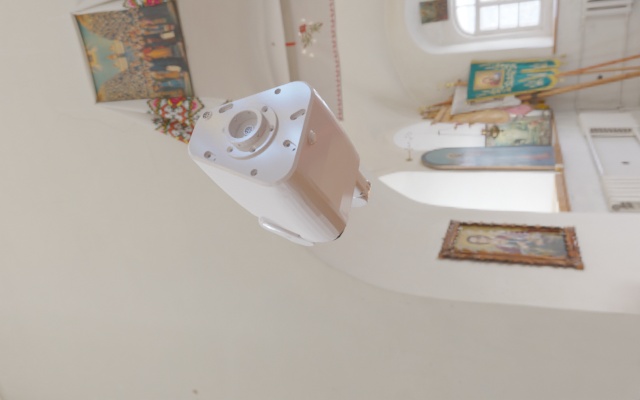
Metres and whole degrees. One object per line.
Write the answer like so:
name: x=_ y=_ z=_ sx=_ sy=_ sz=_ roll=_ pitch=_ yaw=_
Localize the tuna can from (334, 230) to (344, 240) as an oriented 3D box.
tuna can: x=0.000 y=0.002 z=0.537 sx=0.034 sy=0.086 sz=0.086 roll=-2 pitch=-1 yaw=26
